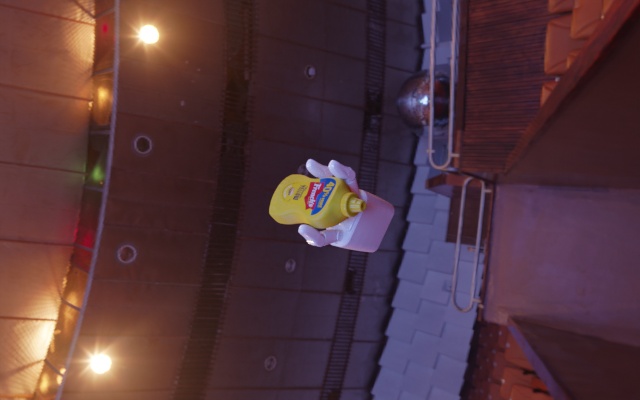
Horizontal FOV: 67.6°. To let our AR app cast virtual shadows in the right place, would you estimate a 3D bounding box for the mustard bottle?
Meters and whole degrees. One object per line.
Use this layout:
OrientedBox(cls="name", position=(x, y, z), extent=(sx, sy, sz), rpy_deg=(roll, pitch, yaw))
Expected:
OrientedBox(cls="mustard bottle", position=(0.000, 0.003, 0.844), extent=(0.191, 0.096, 0.058), rpy_deg=(6, -33, 42))
